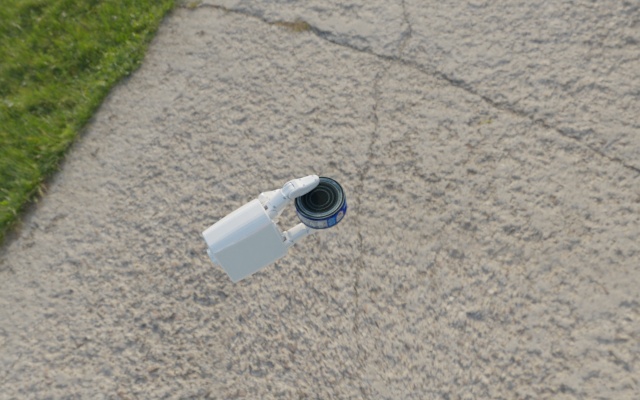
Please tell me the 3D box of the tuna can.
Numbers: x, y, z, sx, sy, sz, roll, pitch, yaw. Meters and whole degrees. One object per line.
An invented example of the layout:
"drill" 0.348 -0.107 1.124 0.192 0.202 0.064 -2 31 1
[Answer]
"tuna can" 0.000 0.002 0.784 0.086 0.086 0.034 0 -32 8
